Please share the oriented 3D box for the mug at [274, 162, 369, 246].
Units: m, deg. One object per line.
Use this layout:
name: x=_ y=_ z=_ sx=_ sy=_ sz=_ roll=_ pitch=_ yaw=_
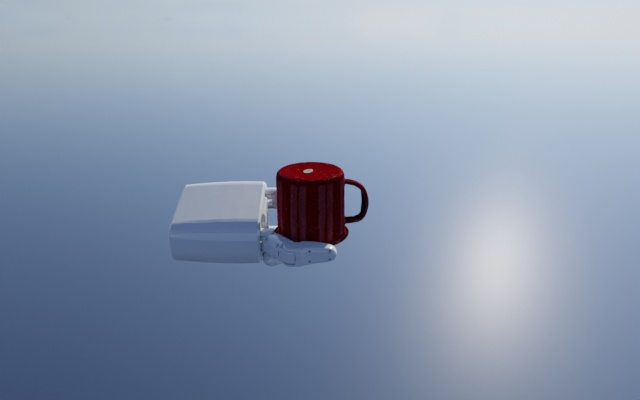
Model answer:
mug: x=0.002 y=0.002 z=0.576 sx=0.117 sy=0.081 sz=0.093 roll=-1 pitch=21 yaw=-2
